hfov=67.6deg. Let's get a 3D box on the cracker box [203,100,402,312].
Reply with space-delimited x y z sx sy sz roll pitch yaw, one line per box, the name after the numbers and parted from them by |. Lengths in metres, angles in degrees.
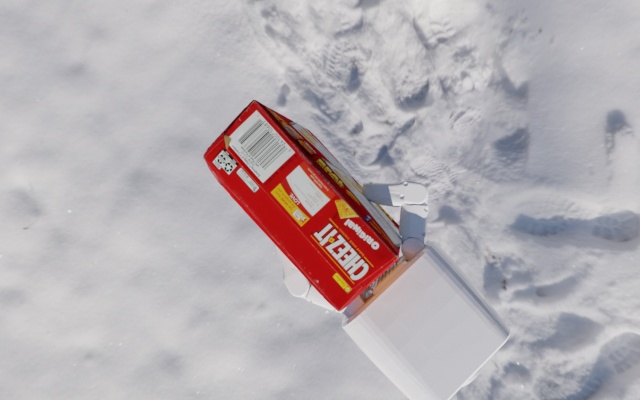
0.000 0.001 0.459 0.072 0.164 0.213 -44 -6 8 | cracker box
